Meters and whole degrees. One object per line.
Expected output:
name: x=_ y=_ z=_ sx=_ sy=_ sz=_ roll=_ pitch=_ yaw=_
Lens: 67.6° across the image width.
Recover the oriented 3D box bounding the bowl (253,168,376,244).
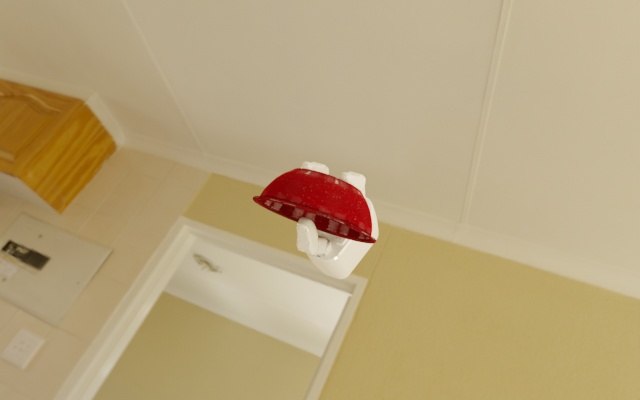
bowl: x=0.000 y=0.001 z=0.595 sx=0.162 sy=0.055 sz=0.162 roll=19 pitch=-8 yaw=3
